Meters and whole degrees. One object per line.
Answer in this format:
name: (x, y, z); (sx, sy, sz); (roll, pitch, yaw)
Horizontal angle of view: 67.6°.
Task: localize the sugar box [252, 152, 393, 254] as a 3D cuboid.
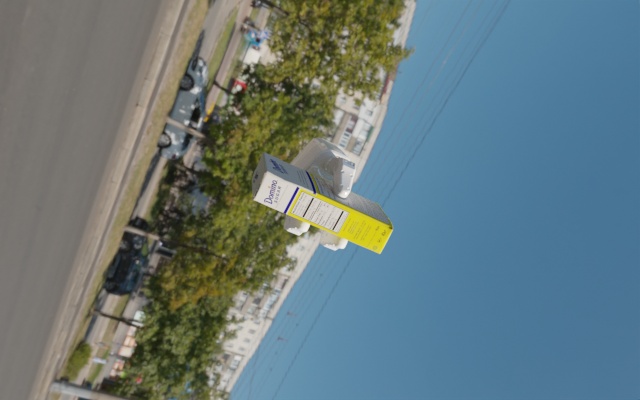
sugar box: (0.000, 0.002, 0.608); (0.176, 0.048, 0.093); (22, 15, -15)
